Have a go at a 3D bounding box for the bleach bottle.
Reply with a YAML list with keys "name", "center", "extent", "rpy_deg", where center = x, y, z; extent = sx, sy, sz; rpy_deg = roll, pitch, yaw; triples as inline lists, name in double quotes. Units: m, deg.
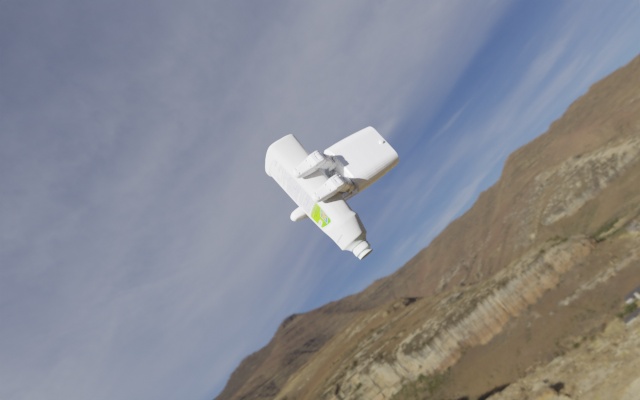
- name: "bleach bottle"
  center: [0.000, 0.003, 0.847]
  extent: [0.068, 0.250, 0.103]
  rpy_deg: [-33, -18, -21]
